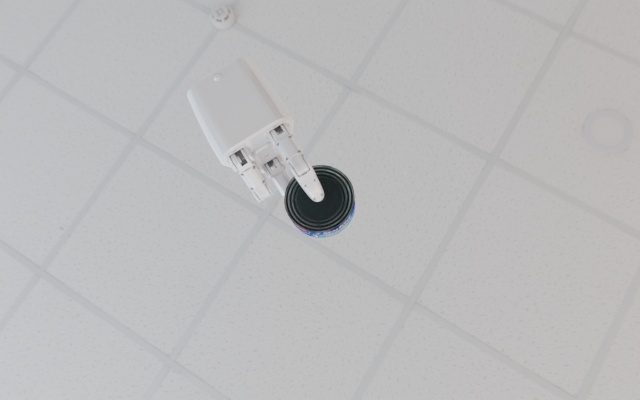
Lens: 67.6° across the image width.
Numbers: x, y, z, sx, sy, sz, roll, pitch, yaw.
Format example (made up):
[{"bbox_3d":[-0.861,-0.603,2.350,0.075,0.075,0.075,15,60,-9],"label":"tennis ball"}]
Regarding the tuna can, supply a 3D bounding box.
[{"bbox_3d":[0.000,0.002,0.589,0.086,0.086,0.034,0,-19,7],"label":"tuna can"}]
